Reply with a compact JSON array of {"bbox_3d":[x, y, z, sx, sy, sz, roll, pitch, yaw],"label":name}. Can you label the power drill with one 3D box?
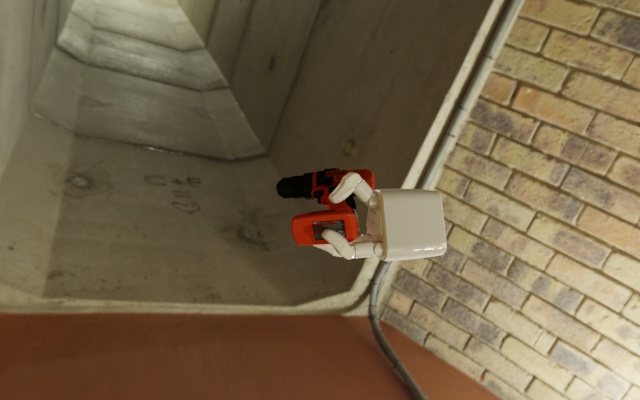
[{"bbox_3d":[0.000,0.003,0.825,0.184,0.057,0.187,-6,29,10],"label":"power drill"}]
